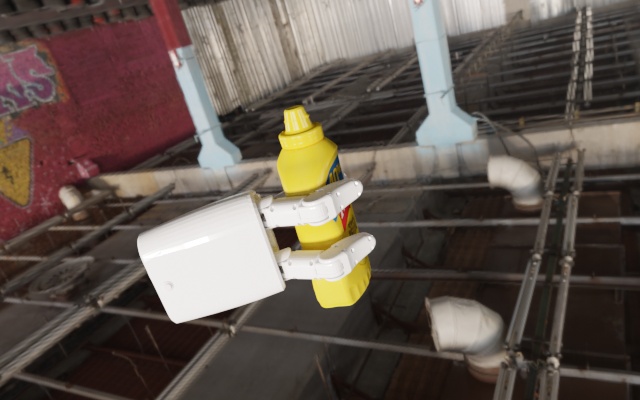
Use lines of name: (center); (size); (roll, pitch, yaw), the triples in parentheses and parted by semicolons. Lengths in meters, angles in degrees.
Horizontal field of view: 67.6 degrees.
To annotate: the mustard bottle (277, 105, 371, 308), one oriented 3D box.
mustard bottle: (0.000, 0.002, 0.467); (0.058, 0.192, 0.096); (-9, 23, 18)
